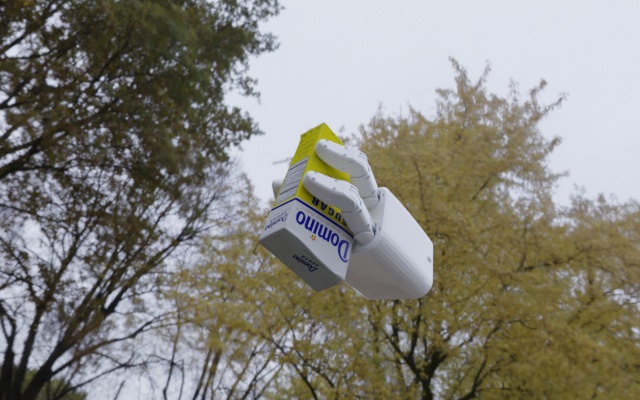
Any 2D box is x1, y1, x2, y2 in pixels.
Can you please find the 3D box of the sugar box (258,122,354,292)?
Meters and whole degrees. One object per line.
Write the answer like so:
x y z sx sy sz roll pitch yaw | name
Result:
0.001 0.002 0.529 0.048 0.176 0.093 -27 -58 33 | sugar box
